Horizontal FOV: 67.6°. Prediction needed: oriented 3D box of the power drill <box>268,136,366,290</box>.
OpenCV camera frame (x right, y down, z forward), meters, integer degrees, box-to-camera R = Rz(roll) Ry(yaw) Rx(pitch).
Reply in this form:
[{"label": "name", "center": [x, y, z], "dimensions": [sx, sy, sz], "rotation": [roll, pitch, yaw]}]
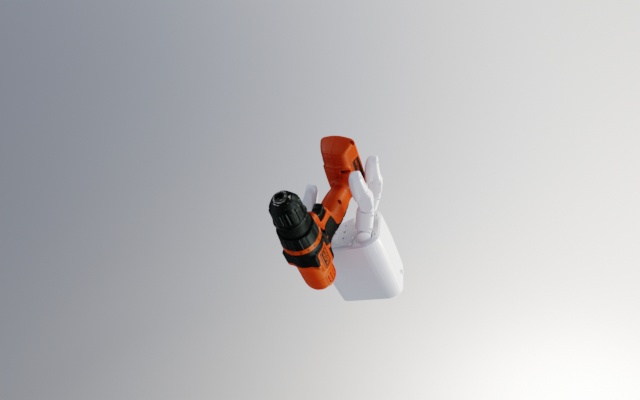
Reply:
[{"label": "power drill", "center": [0.000, 0.002, 0.644], "dimensions": [0.057, 0.187, 0.185], "rotation": [9, -36, 24]}]
